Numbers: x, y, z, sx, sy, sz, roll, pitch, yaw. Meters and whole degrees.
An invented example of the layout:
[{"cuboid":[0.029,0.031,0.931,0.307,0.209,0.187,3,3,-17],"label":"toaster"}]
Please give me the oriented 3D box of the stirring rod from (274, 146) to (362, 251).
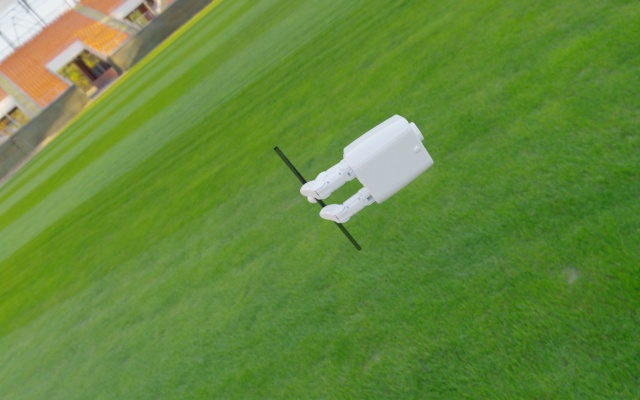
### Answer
[{"cuboid":[0.000,0.003,0.783,0.011,0.011,0.240,0,-43,52],"label":"stirring rod"}]
